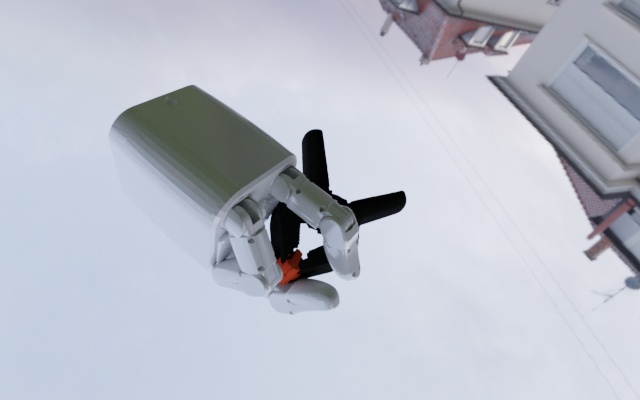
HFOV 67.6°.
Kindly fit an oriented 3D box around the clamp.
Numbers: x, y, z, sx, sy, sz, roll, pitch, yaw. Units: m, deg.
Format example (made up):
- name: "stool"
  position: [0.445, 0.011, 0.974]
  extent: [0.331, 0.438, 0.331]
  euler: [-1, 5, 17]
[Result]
- name: "clamp"
  position: [0.000, 0.002, 0.426]
  extent: [0.120, 0.039, 0.171]
  euler: [38, 41, 9]
